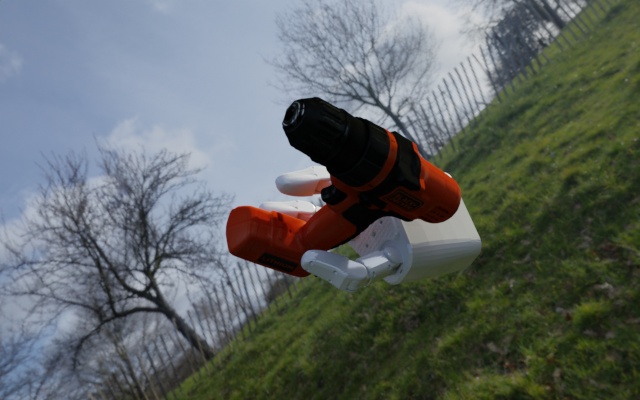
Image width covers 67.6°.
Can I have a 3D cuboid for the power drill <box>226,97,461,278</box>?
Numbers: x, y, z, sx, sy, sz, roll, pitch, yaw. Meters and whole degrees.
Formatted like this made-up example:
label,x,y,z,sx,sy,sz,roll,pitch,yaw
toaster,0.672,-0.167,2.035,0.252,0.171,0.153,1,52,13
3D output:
label,x,y,z,sx,sy,sz,roll,pitch,yaw
power drill,0.000,0.002,0.414,0.184,0.057,0.188,26,-41,-35
